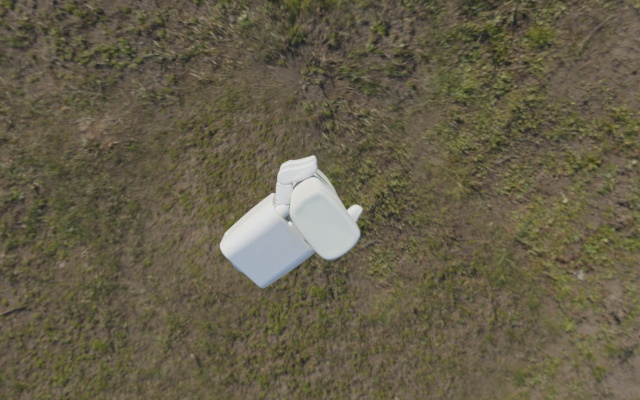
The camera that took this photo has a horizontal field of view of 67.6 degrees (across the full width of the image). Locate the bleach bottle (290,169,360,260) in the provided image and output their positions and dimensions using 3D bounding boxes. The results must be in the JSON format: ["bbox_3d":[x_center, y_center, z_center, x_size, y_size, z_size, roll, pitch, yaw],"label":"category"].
[{"bbox_3d":[0.000,0.002,0.751,0.068,0.102,0.250,-38,12,7],"label":"bleach bottle"}]
